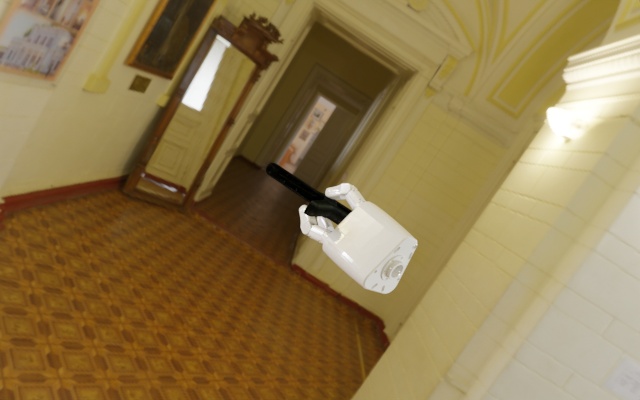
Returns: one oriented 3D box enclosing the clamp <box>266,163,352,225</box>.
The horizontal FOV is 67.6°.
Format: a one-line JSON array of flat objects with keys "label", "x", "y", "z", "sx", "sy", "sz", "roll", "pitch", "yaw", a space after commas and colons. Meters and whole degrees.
[{"label": "clamp", "x": 0.001, "y": 0.002, "z": 0.869, "sx": 0.210, "sy": 0.036, "sz": 0.164, "roll": 26, "pitch": 14, "yaw": -48}]
